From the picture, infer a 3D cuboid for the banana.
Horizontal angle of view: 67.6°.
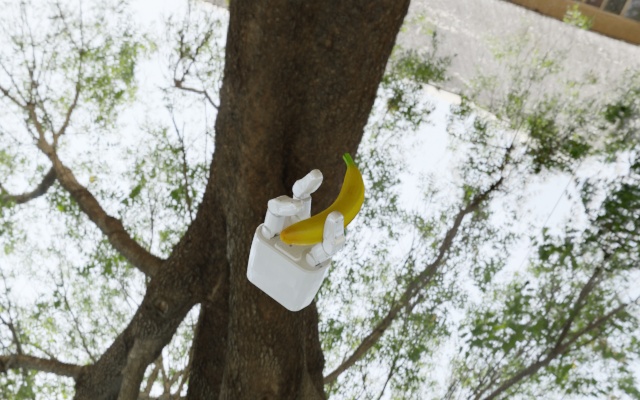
[{"bbox_3d":[0.017,0.011,0.677,0.069,0.197,0.037,35,-42,4],"label":"banana"}]
